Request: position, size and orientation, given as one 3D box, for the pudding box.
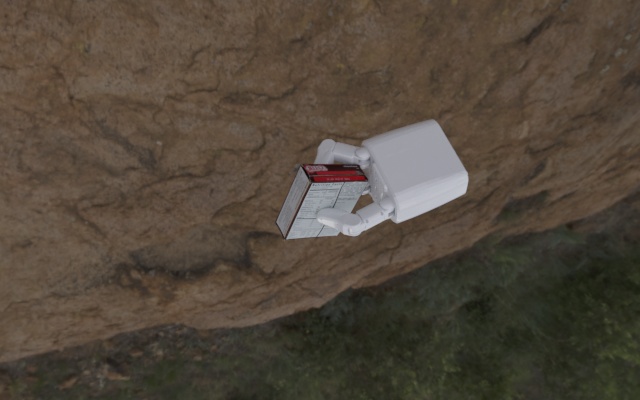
[{"bbox_3d":[0.000,0.002,0.635,0.090,0.114,0.039,-2,45,-31],"label":"pudding box"}]
